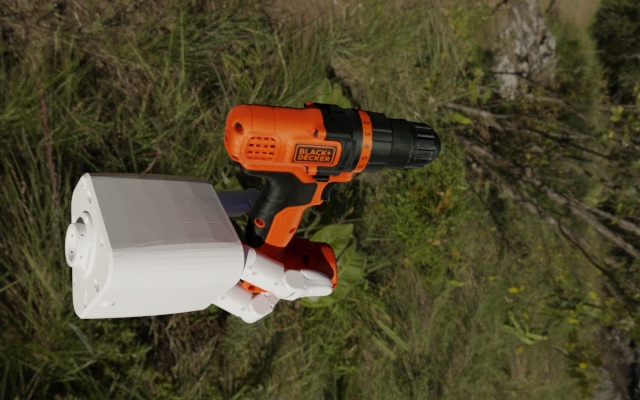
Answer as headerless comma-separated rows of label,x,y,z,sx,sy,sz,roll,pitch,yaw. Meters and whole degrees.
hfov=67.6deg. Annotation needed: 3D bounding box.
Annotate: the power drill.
power drill,0.000,0.002,0.433,0.184,0.188,0.057,3,37,-17
